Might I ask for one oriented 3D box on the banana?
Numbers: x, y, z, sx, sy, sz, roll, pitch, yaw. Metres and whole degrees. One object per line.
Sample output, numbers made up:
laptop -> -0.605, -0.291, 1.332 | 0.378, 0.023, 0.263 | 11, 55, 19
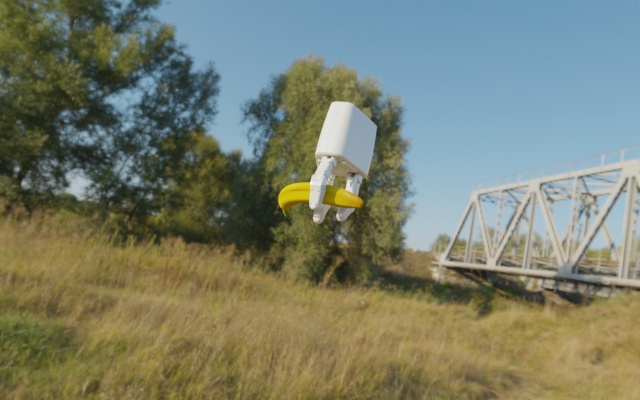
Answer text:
banana -> -0.014, -0.006, 0.861 | 0.198, 0.037, 0.070 | -5, -32, 44
